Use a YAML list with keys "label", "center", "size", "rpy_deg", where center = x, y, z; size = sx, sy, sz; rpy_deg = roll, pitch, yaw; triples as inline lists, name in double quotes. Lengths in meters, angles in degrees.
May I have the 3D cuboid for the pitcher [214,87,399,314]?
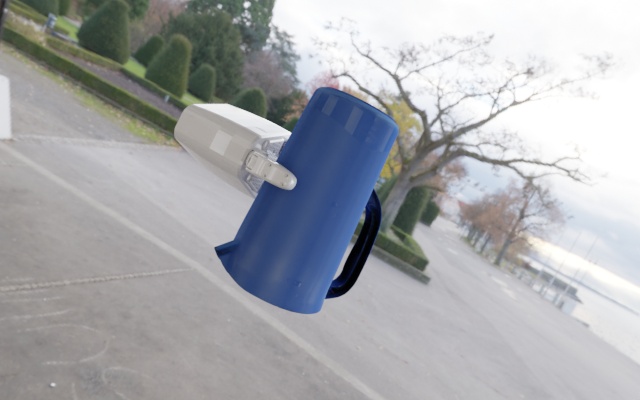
- label: "pitcher"
  center: [0.000, 0.002, 0.564]
  size: [0.145, 0.243, 0.149]
  rpy_deg: [28, 6, 16]
